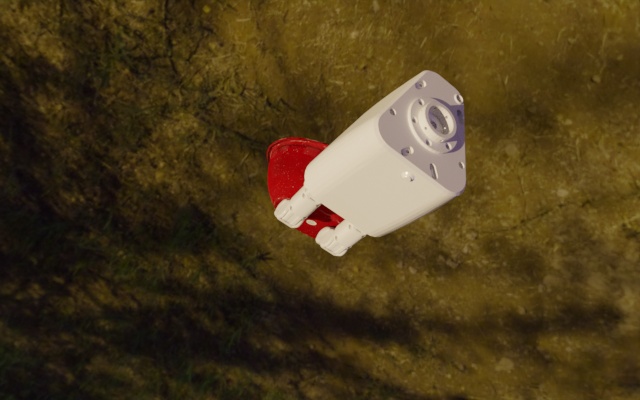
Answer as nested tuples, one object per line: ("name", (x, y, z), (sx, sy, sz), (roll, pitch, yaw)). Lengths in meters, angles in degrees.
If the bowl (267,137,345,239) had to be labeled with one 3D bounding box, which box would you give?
("bowl", (0.000, 0.003, 0.538), (0.162, 0.055, 0.162), (23, -24, 11))
